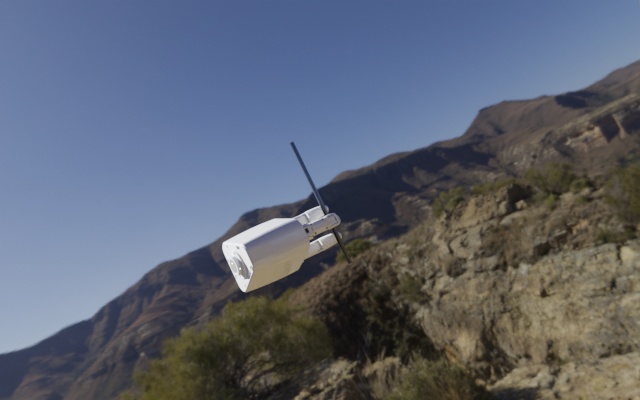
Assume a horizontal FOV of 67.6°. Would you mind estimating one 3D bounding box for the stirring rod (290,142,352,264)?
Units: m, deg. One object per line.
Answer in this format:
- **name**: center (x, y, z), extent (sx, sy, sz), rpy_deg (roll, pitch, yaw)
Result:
- **stirring rod**: center (0.000, 0.003, 0.851), extent (0.011, 0.239, 0.011), rpy_deg (-26, -6, -3)
